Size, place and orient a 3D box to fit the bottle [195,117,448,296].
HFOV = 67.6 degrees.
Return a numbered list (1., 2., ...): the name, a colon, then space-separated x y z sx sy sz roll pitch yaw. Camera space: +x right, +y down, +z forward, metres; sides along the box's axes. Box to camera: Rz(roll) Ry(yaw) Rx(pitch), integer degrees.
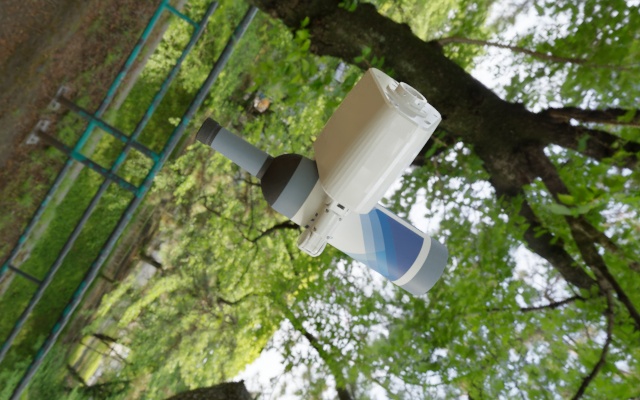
1. bottle: 0.000 0.002 0.519 0.296 0.069 0.069 32 -6 -9
